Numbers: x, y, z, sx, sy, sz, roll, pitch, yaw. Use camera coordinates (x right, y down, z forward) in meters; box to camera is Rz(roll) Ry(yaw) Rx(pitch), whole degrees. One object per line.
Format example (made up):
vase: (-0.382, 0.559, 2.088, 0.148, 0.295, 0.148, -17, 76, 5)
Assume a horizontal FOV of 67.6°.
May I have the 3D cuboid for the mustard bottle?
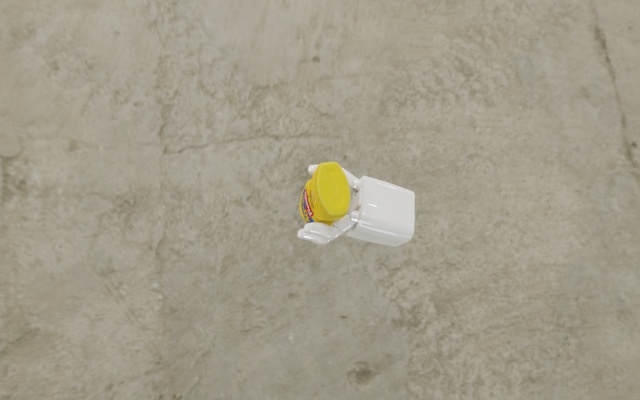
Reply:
mustard bottle: (0.000, 0.003, 0.877, 0.058, 0.096, 0.192, -9, -12, -16)
